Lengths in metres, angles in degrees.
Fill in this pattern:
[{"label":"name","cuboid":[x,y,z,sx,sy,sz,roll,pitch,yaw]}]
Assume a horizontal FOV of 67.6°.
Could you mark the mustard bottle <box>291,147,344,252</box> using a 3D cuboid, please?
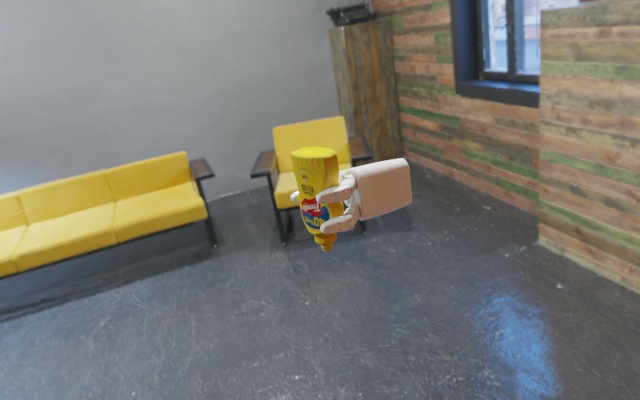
[{"label":"mustard bottle","cuboid":[0.000,0.003,0.862,0.058,0.192,0.096,-25,26,-38]}]
